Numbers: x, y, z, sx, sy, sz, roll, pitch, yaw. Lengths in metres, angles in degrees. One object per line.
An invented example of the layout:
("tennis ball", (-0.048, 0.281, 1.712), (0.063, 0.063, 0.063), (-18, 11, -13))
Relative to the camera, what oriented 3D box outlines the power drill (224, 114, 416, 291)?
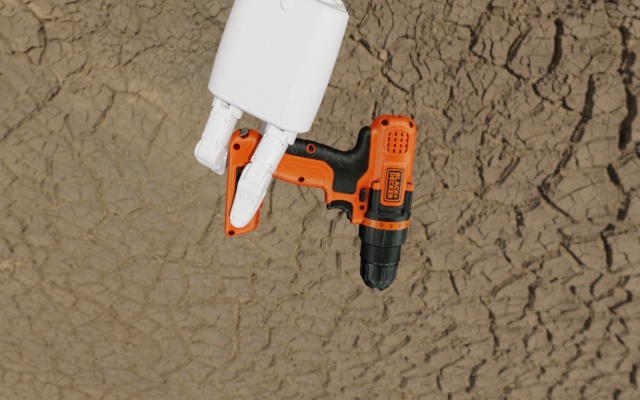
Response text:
("power drill", (0.000, 0.001, 0.483), (0.187, 0.184, 0.057), (3, 12, -9))
